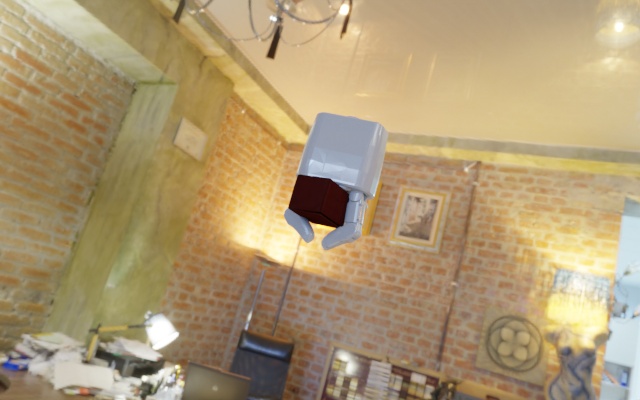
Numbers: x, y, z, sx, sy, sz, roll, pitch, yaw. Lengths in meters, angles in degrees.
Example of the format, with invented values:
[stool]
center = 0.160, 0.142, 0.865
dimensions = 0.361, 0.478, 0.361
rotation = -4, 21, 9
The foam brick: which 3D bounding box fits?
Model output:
[foam brick]
center = 0.000, 0.002, 0.664
dimensions = 0.053, 0.051, 0.078
rotation = 10, -13, 29
